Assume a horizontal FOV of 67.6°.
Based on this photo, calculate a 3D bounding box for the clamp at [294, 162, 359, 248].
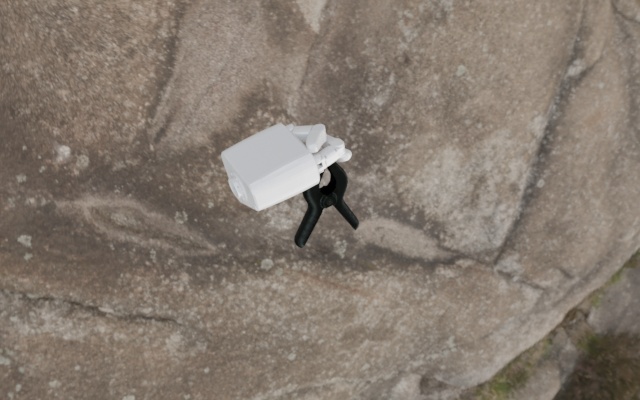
[{"bbox_3d":[0.000,0.003,0.789,0.120,0.172,0.039,-27,36,-20],"label":"clamp"}]
